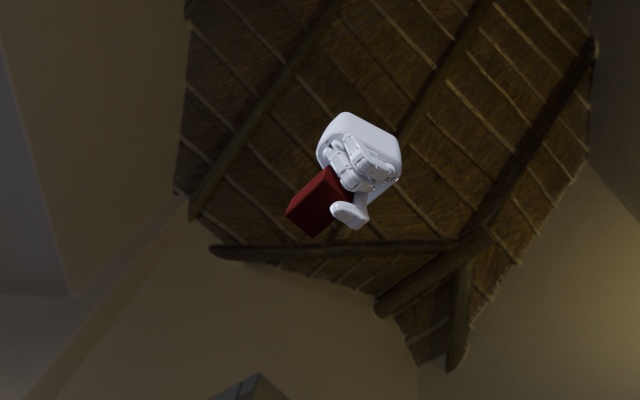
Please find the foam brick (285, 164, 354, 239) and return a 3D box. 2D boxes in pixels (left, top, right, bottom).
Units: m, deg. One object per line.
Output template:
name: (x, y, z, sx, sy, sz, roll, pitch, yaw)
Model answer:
foam brick: (0.000, 0.002, 0.643, 0.078, 0.053, 0.051, -41, 14, 24)
